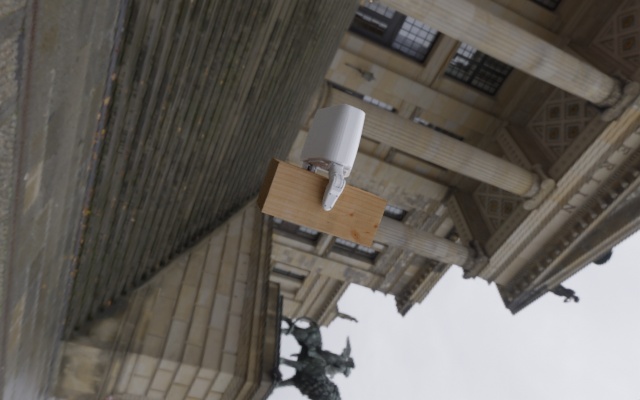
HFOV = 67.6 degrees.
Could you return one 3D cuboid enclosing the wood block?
[{"bbox_3d":[0.000,0.003,0.854,0.206,0.090,0.091,19,5,-15],"label":"wood block"}]
